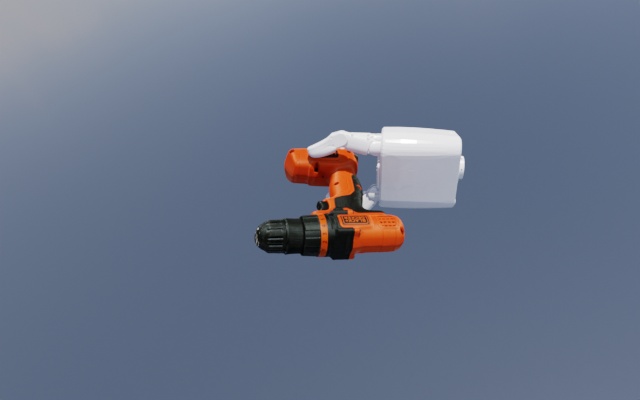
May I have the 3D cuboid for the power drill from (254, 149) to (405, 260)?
[{"bbox_3d":[0.000,0.002,0.633,0.184,0.057,0.187,1,39,-14],"label":"power drill"}]
